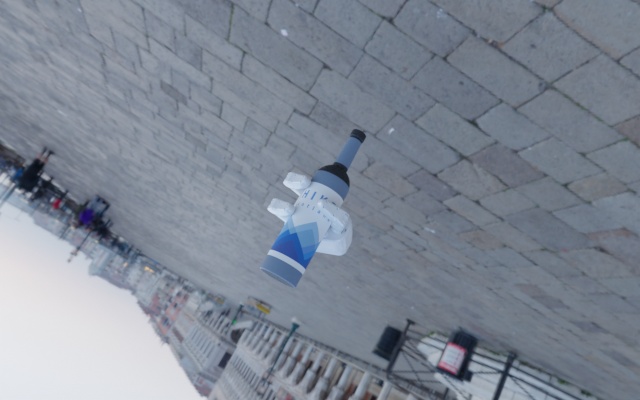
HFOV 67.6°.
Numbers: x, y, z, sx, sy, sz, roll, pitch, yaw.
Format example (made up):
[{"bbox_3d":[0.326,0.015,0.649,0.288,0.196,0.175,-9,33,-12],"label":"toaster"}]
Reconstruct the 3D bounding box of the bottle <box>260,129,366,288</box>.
[{"bbox_3d":[0.000,0.003,0.811,0.069,0.295,0.069,27,-17,9],"label":"bottle"}]
